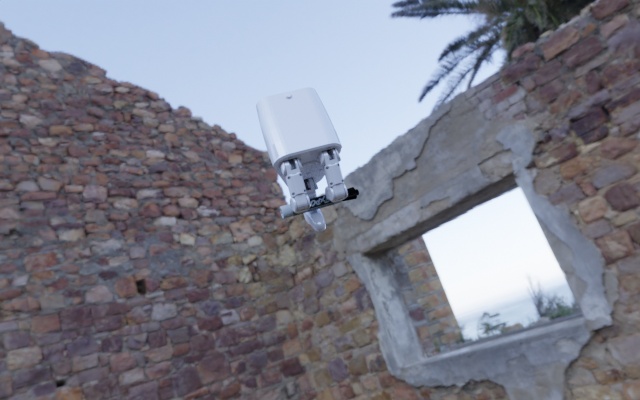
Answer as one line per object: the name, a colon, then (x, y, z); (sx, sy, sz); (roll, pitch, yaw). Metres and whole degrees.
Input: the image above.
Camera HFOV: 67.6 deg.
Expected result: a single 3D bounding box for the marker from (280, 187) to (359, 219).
marker: (0.000, 0.002, 0.708); (0.121, 0.020, 0.020); (-15, 3, -13)
